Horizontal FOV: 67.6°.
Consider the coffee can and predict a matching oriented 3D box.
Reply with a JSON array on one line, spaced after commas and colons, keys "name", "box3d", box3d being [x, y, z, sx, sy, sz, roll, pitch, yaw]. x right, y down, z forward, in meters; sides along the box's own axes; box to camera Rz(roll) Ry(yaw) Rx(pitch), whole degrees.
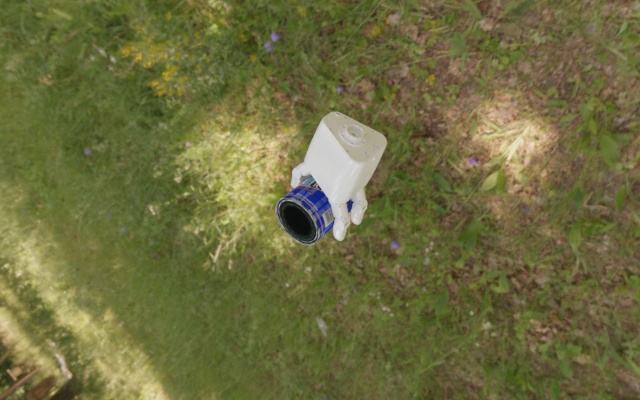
[{"name": "coffee can", "box3d": [0.000, 0.003, 0.889, 0.103, 0.103, 0.140, 0, 31, 46]}]
